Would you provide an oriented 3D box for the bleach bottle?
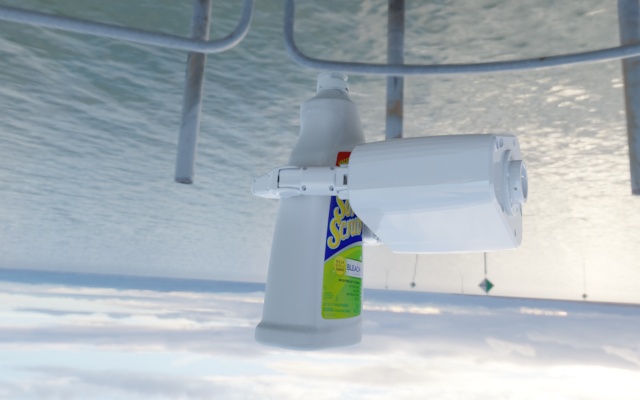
[{"bbox_3d":[0.000,0.001,0.434,0.068,0.250,0.102,-3,-12,34],"label":"bleach bottle"}]
